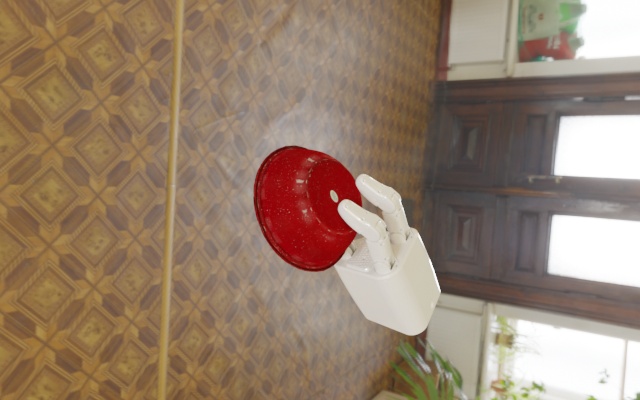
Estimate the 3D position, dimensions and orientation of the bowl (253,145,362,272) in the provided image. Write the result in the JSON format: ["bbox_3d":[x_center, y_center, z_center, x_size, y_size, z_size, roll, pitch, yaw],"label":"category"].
[{"bbox_3d":[-0.001,0.001,0.574,0.162,0.162,0.055,0,-15,-44],"label":"bowl"}]
